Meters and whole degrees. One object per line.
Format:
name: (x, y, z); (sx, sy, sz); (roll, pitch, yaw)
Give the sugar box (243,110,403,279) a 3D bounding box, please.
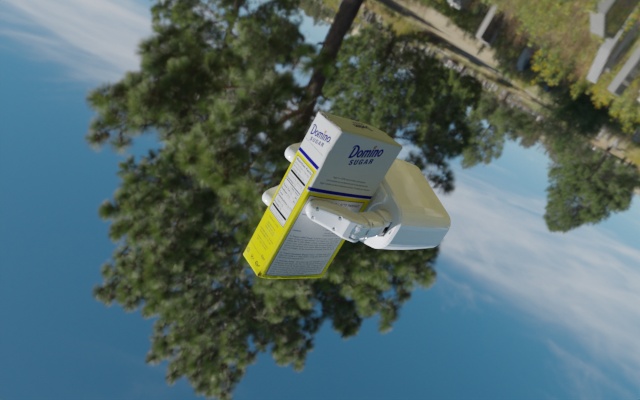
sugar box: (0.000, 0.001, 0.488); (0.093, 0.176, 0.048); (8, 29, -44)
